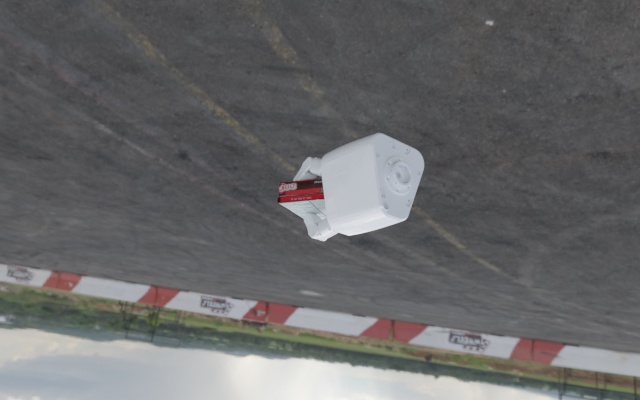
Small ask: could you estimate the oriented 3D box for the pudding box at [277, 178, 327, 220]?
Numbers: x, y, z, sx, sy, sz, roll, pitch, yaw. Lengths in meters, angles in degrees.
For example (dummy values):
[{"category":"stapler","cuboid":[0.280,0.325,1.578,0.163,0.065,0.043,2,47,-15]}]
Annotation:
[{"category":"pudding box","cuboid":[0.000,0.003,0.731,0.090,0.039,0.113,-3,-22,27]}]
